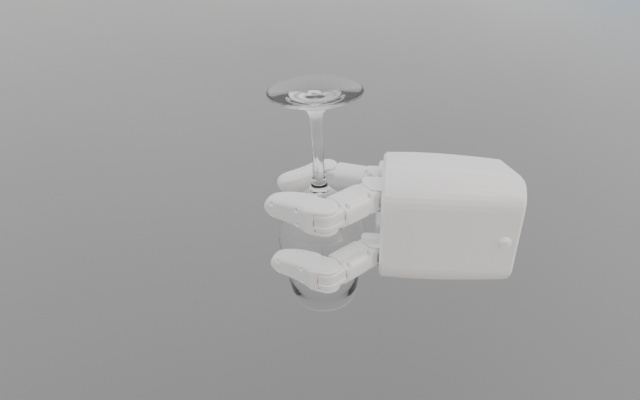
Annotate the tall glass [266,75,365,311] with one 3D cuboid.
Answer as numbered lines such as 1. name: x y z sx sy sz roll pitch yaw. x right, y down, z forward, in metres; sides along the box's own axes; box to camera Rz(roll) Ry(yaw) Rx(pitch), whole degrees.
1. tall glass: 0.000 0.001 0.412 0.079 0.201 0.079 -2 32 1
